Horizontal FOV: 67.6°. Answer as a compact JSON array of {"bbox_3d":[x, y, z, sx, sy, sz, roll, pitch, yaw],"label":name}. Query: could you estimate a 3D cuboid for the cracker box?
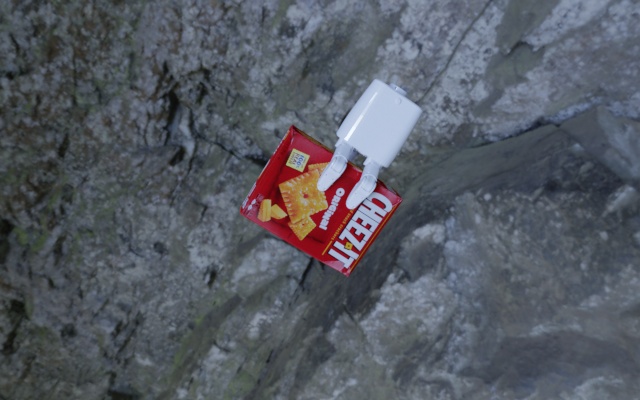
[{"bbox_3d":[0.000,0.002,0.787,0.214,0.164,0.072,32,12,-11],"label":"cracker box"}]
